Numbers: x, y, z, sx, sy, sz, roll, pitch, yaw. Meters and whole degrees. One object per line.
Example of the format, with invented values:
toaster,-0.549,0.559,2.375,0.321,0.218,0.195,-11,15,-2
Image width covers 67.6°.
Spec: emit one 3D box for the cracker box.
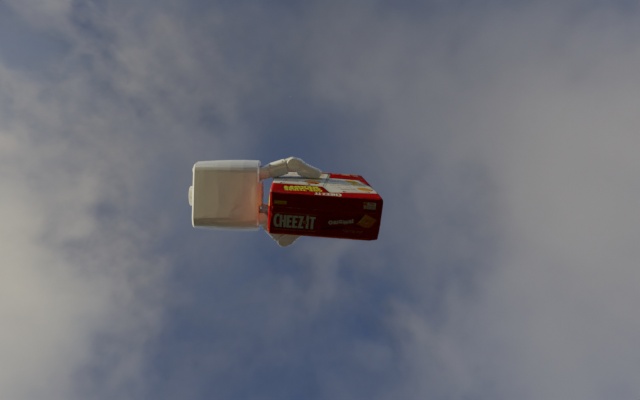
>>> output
cracker box,0.000,0.002,0.783,0.164,0.072,0.213,4,12,-4
